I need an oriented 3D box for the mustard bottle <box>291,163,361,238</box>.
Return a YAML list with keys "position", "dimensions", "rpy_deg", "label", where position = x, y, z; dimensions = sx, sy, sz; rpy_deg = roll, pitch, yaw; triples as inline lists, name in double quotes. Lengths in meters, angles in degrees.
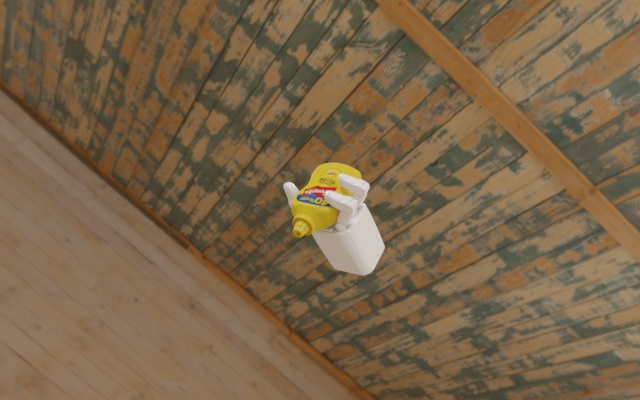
- position: [0.000, 0.002, 0.888]
  dimensions: [0.096, 0.058, 0.191]
  rpy_deg: [13, 41, 22]
  label: "mustard bottle"
